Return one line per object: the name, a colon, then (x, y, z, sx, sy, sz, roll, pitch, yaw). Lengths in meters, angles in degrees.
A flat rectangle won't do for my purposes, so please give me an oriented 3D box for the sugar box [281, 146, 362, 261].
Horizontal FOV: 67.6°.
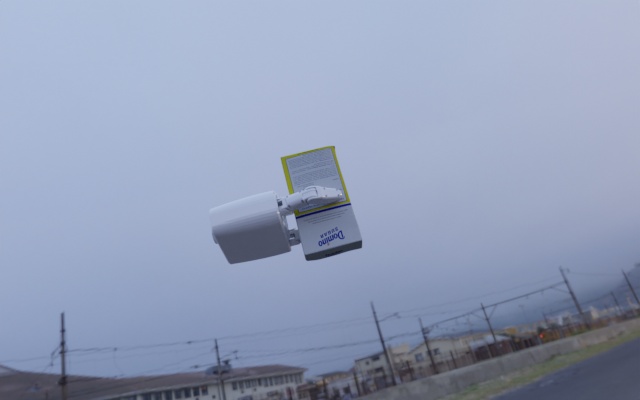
sugar box: (0.000, 0.003, 0.767, 0.093, 0.176, 0.048, -14, -22, -2)
